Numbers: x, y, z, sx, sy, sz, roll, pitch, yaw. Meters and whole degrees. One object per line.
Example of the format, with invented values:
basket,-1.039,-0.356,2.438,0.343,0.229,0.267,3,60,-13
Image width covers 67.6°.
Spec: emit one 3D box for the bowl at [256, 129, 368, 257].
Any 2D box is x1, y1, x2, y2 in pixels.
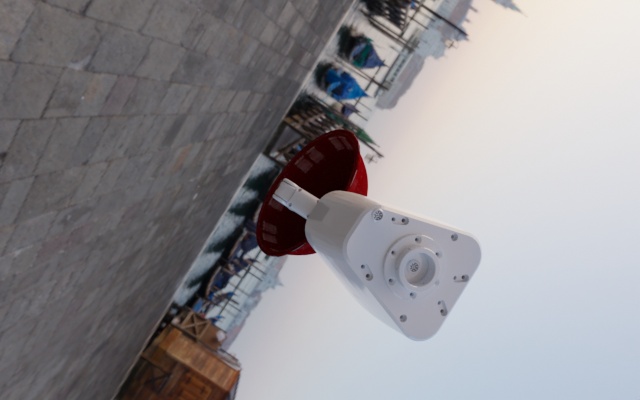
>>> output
bowl,0.000,0.001,0.533,0.055,0.162,0.162,36,-20,-29
